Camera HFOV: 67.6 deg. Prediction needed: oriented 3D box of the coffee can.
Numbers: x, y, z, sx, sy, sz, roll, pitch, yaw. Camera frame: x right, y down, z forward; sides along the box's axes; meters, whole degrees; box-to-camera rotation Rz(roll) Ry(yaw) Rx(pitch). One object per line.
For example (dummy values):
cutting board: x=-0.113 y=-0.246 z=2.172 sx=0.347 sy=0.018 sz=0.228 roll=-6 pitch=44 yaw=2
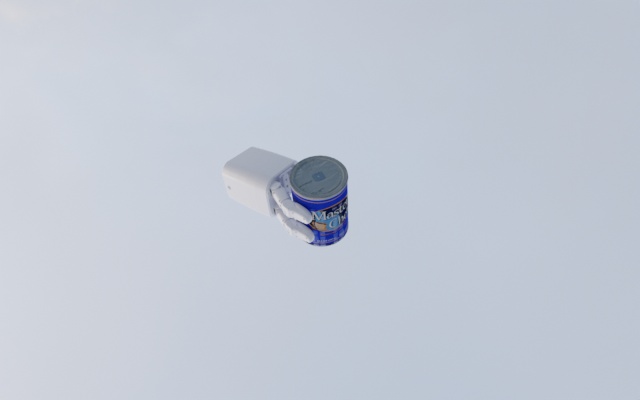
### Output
coffee can: x=0.000 y=0.003 z=0.875 sx=0.103 sy=0.102 sz=0.140 roll=0 pitch=-41 yaw=4
